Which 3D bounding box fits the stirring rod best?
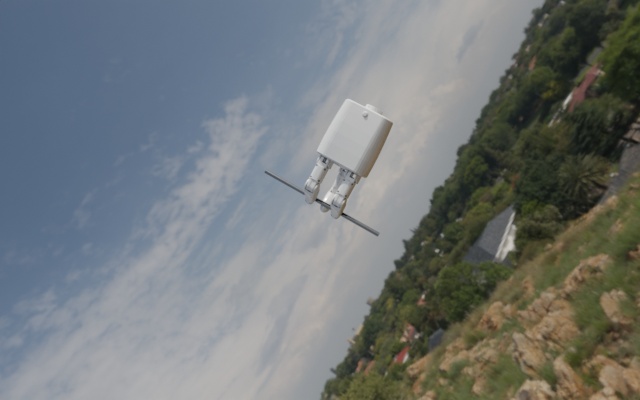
[{"bbox_3d":[0.000,0.003,0.867,0.239,0.011,0.011,29,7,12],"label":"stirring rod"}]
